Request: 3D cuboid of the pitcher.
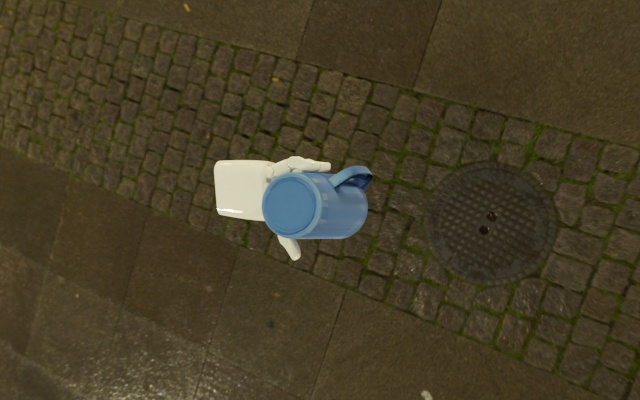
[{"bbox_3d":[0.000,0.003,0.868,0.145,0.149,0.243,6,1,20],"label":"pitcher"}]
